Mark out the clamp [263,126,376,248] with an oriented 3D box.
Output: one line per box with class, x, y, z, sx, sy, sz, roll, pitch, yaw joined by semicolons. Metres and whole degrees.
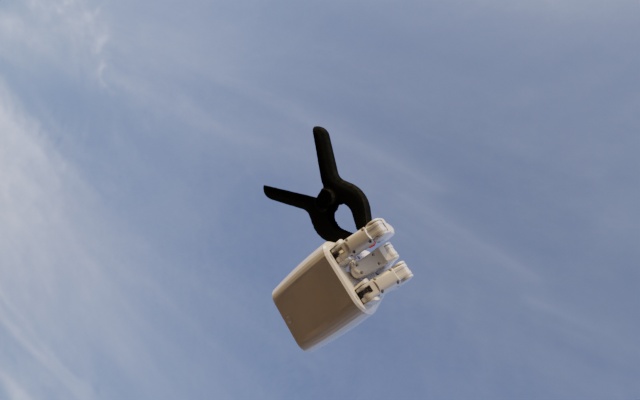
clamp;0.001;0.002;0.615;0.120;0.171;0.039;-42;-23;24
